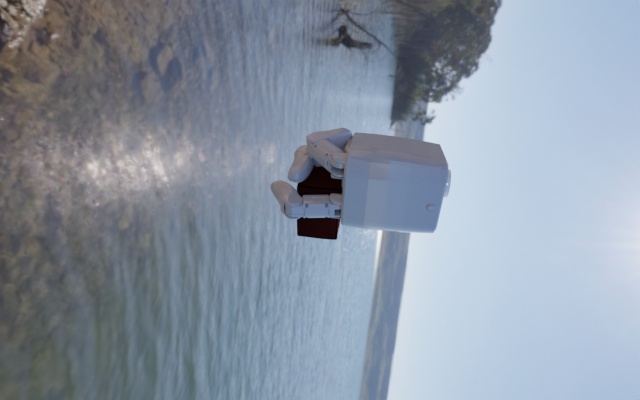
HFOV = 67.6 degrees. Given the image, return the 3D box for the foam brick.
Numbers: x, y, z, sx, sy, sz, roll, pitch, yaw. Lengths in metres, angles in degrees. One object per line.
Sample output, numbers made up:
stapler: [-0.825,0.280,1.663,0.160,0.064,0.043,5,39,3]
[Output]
foam brick: [0.000,0.002,0.585,0.051,0.078,0.053,6,37,5]
